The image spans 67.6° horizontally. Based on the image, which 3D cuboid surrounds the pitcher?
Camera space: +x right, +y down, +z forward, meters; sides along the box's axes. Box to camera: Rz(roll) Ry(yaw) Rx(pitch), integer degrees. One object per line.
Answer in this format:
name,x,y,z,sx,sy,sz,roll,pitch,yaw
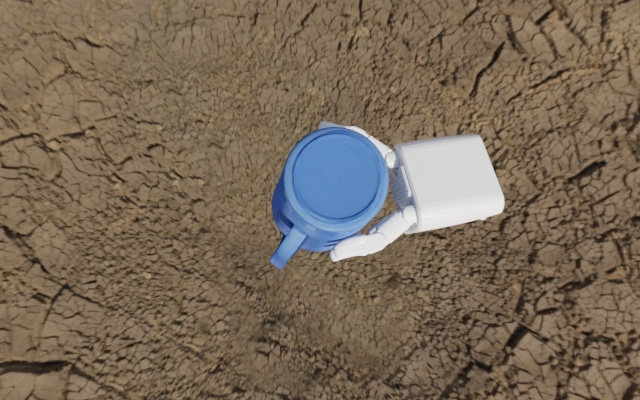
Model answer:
pitcher,0.000,0.002,0.586,0.145,0.149,0.243,-8,-7,-6
